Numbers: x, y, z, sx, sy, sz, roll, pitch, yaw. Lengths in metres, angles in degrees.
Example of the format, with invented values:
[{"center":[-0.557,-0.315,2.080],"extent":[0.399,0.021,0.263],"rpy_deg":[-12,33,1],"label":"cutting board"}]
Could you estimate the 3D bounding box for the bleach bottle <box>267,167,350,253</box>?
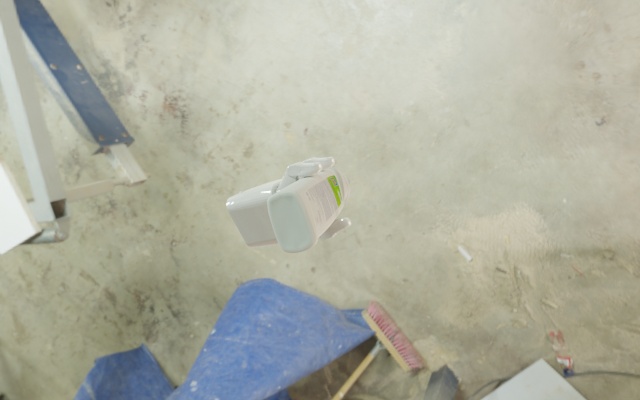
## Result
[{"center":[0.000,0.003,0.833],"extent":[0.068,0.102,0.250],"rpy_deg":[-14,8,26],"label":"bleach bottle"}]
